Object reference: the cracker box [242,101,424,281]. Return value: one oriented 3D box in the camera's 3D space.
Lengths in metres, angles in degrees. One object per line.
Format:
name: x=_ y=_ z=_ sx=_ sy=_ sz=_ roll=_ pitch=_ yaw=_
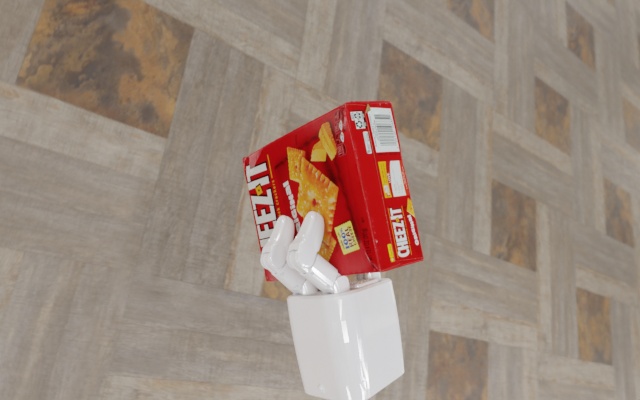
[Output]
cracker box: x=0.000 y=0.002 z=0.534 sx=0.072 sy=0.164 sz=0.214 roll=-8 pitch=-5 yaw=-38
